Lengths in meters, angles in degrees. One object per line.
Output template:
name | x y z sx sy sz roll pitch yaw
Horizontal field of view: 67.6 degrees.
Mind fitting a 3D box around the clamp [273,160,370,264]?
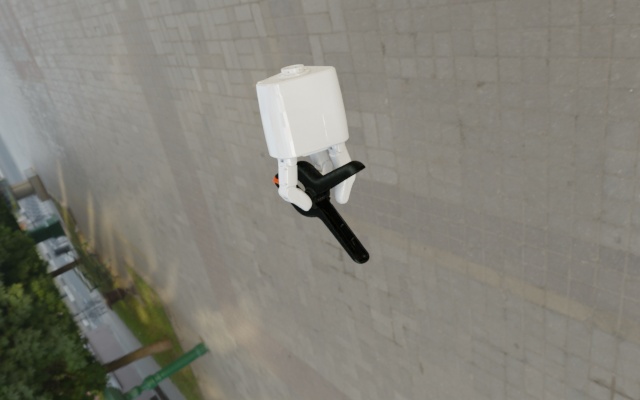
clamp | -0.001 0.002 0.738 0.036 0.165 0.210 -25 28 -33
